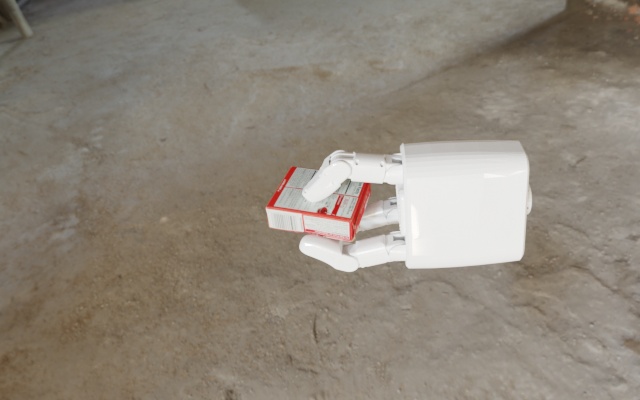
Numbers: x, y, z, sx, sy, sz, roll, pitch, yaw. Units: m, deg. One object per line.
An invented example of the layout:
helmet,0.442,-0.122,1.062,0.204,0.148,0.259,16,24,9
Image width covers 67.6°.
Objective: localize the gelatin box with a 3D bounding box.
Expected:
gelatin box,0.000,0.001,0.478,0.089,0.030,0.073,8,40,15
